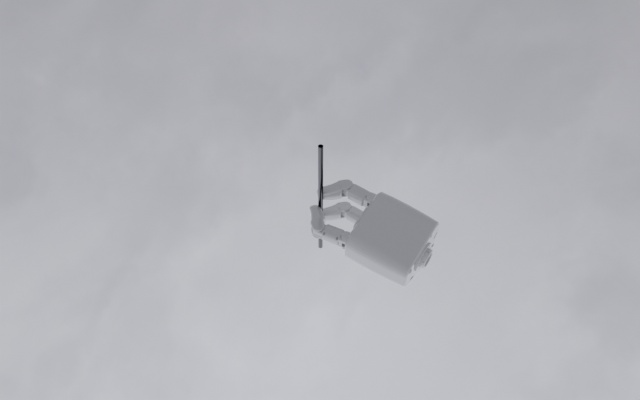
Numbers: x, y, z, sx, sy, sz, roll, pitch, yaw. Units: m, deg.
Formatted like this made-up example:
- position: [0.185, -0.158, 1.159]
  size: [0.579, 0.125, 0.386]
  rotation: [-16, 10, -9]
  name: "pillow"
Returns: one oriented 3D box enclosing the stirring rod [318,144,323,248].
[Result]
- position: [0.000, 0.003, 0.775]
  size: [0.011, 0.011, 0.240]
  rotation: [0, -42, 0]
  name: "stirring rod"
